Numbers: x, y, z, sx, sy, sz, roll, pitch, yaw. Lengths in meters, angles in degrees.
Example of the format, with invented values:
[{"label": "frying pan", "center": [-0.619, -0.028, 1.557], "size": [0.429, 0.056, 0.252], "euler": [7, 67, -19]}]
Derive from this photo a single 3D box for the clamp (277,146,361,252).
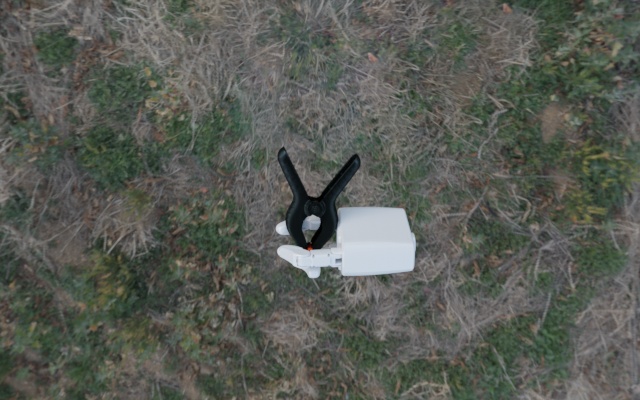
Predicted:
[{"label": "clamp", "center": [0.000, 0.003, 0.707], "size": [0.120, 0.171, 0.039], "euler": [-2, 20, -1]}]
